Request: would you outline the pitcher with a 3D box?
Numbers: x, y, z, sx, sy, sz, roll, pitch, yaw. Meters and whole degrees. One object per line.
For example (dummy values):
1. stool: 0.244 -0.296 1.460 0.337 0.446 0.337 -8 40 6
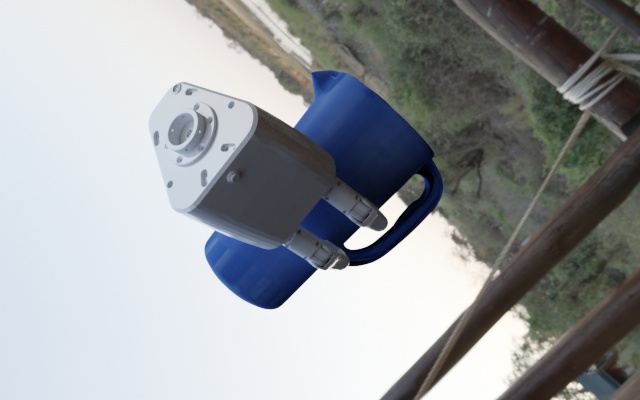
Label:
1. pitcher: 0.000 0.002 0.505 0.149 0.243 0.145 46 9 34
